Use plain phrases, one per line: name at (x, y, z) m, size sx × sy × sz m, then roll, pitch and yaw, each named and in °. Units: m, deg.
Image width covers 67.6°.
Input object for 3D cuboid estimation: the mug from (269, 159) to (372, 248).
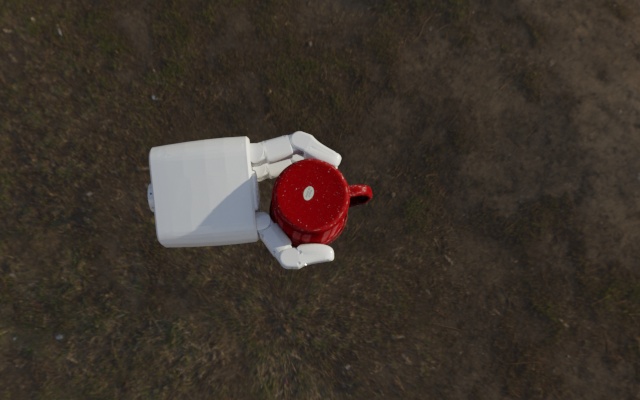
mug at (0.002, 0.002, 0.529) m, size 0.117 × 0.093 × 0.081 m, roll -7°, pitch -13°, yaw -5°
